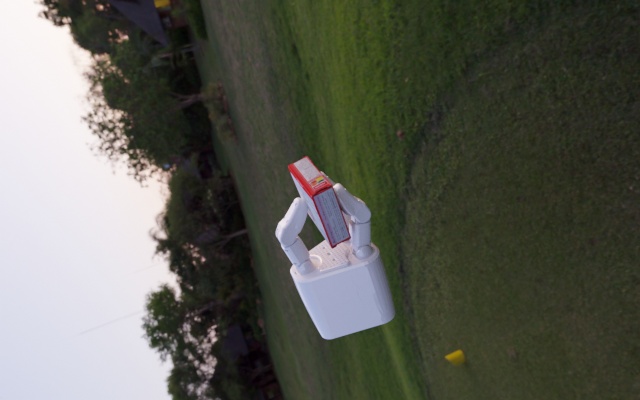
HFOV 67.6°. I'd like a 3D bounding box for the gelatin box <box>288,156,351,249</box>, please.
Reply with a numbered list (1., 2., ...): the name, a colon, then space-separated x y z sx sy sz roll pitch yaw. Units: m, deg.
1. gelatin box: 0.000 0.002 0.566 0.030 0.089 0.073 -28 40 -8
